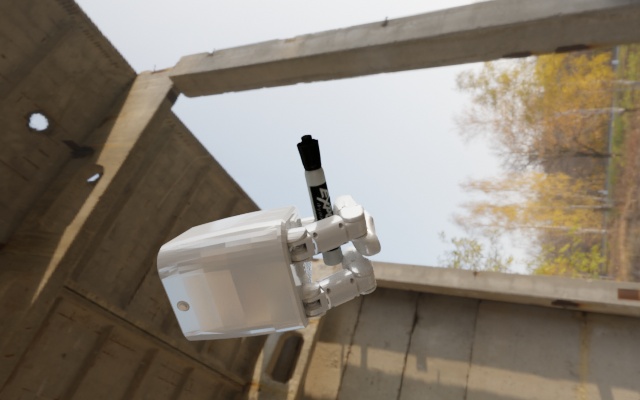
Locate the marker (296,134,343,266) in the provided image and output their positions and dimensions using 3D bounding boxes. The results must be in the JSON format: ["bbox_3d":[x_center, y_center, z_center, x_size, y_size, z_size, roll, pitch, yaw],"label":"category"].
[{"bbox_3d":[0.000,0.001,0.415,0.020,0.121,0.020,-10,23,5],"label":"marker"}]
